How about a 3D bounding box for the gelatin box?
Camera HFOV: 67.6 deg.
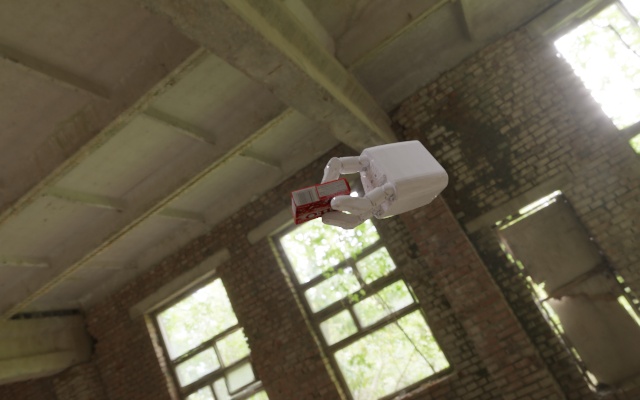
[{"bbox_3d":[0.000,0.002,0.745,0.089,0.030,0.073,-15,-22,-10],"label":"gelatin box"}]
